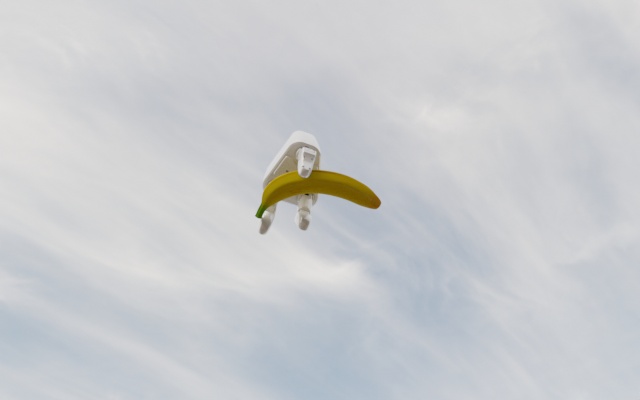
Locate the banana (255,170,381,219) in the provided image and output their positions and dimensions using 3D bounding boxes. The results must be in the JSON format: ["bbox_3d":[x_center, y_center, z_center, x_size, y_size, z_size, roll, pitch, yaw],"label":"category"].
[{"bbox_3d":[-0.004,-0.015,0.740,0.198,0.070,0.037,-4,19,-3],"label":"banana"}]
